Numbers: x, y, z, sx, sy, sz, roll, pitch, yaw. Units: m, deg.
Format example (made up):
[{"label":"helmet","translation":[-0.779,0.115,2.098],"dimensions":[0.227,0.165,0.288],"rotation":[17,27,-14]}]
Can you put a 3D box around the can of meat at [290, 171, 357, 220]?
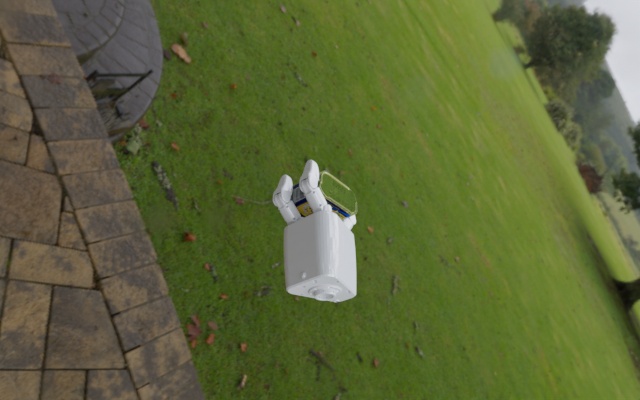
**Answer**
[{"label":"can of meat","translation":[0.000,0.002,0.799],"dimensions":[0.084,0.057,0.102],"rotation":[-26,-42,33]}]
